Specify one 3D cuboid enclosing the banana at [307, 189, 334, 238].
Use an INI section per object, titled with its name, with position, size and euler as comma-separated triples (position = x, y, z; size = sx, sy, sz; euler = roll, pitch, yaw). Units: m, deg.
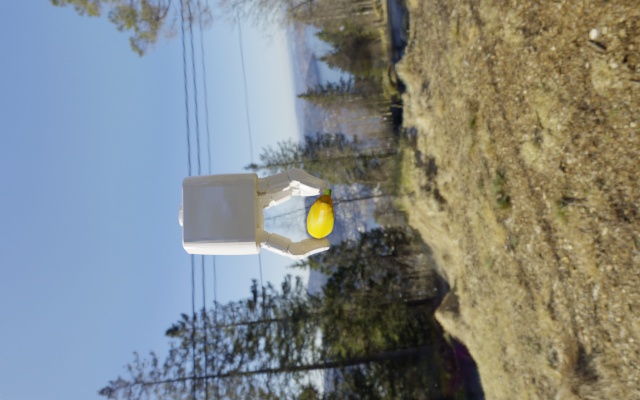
[banana]
position = -0.001, 0.021, 0.682
size = 0.037, 0.069, 0.198
euler = 3, 4, 0
